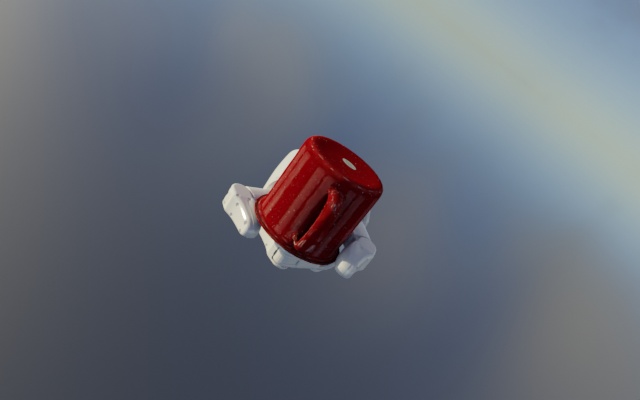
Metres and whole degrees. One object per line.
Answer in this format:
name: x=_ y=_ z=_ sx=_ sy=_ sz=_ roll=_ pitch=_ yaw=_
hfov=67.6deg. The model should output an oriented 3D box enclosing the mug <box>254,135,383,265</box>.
mug: x=0.000 y=0.002 z=0.415 sx=0.093 sy=0.081 sz=0.117 roll=34 pitch=23 yaw=-8
